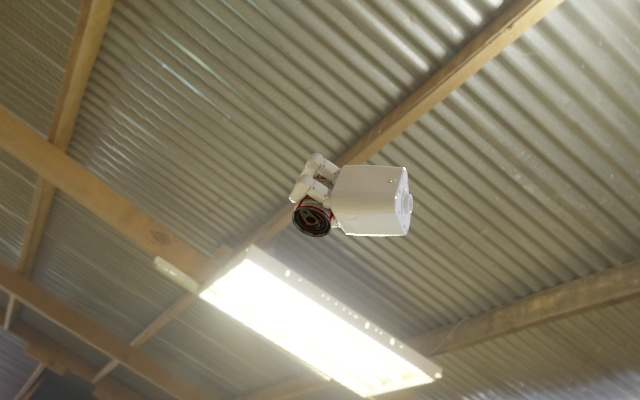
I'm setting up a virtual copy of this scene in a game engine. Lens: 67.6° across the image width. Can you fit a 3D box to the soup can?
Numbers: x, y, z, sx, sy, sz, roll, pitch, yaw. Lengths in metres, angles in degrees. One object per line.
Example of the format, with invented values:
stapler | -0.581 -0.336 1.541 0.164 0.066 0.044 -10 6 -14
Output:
soup can | 0.000 0.003 0.810 0.068 0.069 0.102 0 43 24
